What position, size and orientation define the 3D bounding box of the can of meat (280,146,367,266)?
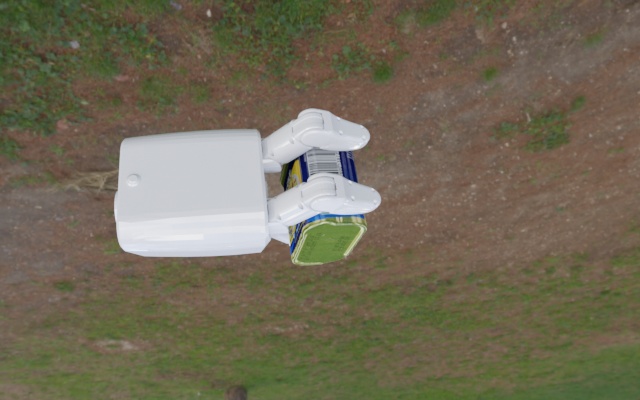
[{"bbox_3d":[0.000,0.002,0.415,0.057,0.084,0.102,-2,-26,-13],"label":"can of meat"}]
